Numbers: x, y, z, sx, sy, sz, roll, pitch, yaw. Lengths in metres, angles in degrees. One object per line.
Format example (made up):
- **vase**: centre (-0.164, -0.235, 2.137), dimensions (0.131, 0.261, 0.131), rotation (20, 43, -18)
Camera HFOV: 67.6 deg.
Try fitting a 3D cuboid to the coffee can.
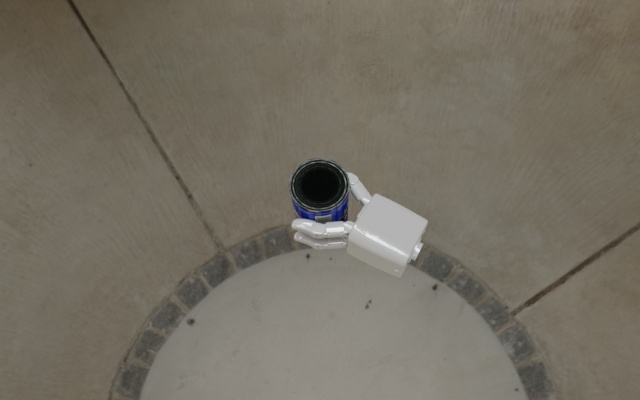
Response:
- **coffee can**: centre (0.000, 0.003, 0.861), dimensions (0.103, 0.102, 0.140), rotation (0, -26, 2)
